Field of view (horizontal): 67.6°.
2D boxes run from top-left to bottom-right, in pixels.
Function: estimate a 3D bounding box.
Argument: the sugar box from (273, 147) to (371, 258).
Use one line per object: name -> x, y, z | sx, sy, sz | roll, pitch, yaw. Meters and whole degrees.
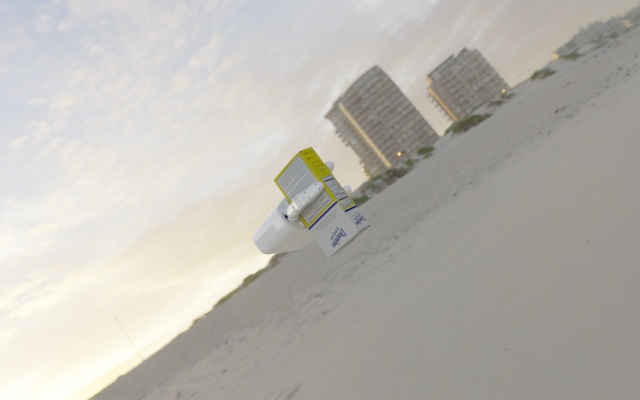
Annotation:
sugar box -> 0.000, 0.003, 0.840 | 0.048, 0.176, 0.093 | -27, -13, -49
